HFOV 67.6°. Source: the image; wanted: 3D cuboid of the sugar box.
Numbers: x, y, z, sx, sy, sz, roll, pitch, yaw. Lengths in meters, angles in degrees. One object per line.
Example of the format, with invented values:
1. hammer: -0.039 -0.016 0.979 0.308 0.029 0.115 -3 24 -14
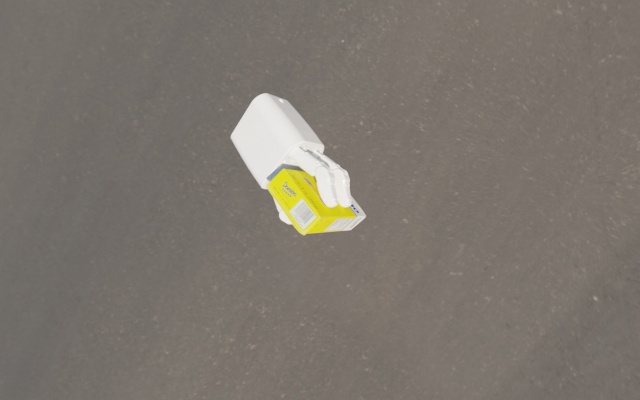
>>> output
1. sugar box: 0.000 0.002 0.736 0.048 0.093 0.176 -43 -18 22
